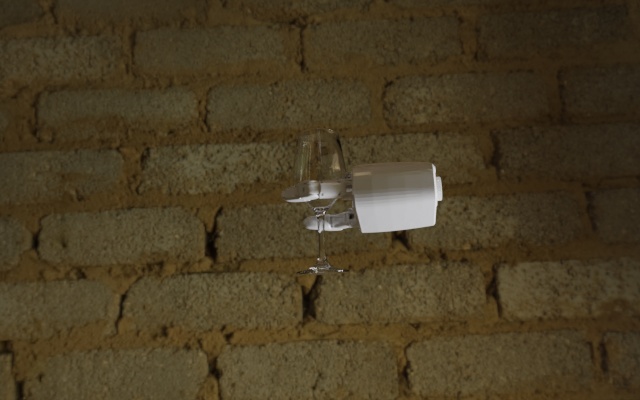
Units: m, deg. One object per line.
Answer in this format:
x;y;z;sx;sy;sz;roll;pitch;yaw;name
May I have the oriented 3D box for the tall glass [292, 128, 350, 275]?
0.000;0.003;0.676;0.079;0.201;0.079;-2;-11;0;tall glass
